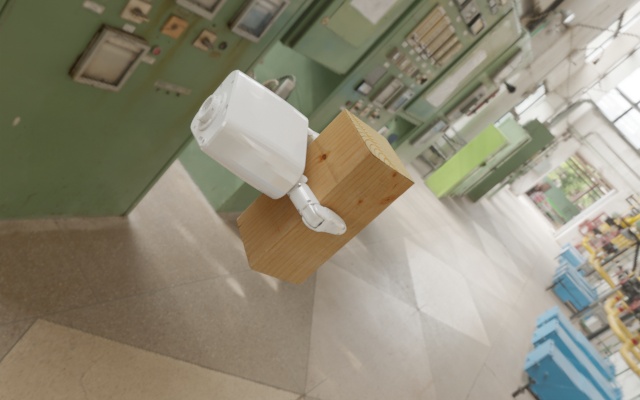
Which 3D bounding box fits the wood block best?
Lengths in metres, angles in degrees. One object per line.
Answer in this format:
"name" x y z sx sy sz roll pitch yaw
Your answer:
"wood block" 0.000 0.002 0.597 0.206 0.090 0.090 -43 -45 21
